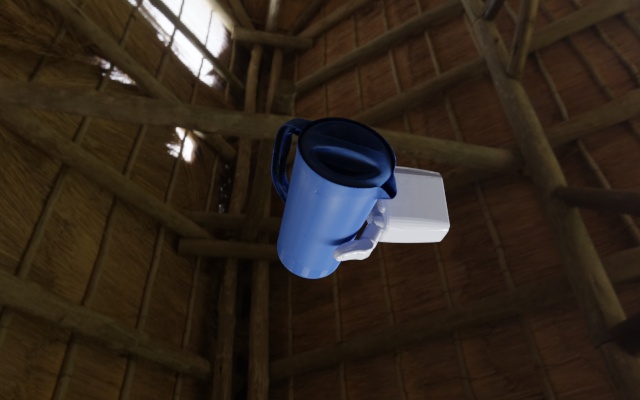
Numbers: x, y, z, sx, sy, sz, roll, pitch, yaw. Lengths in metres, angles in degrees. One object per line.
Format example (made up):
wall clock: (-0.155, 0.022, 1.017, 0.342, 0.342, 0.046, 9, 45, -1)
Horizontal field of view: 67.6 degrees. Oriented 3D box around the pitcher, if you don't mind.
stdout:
pitcher: (0.000, 0.002, 0.704, 0.145, 0.149, 0.243, 2, -41, -17)
